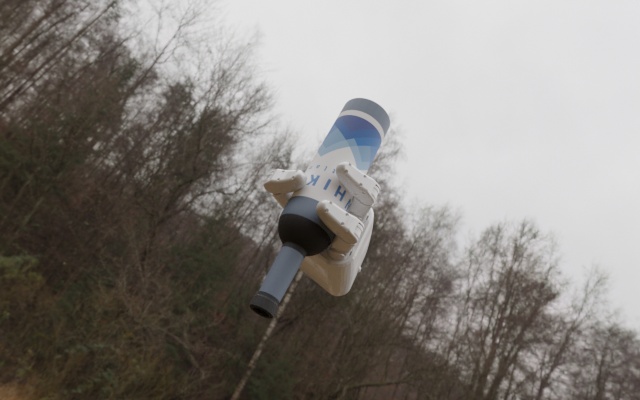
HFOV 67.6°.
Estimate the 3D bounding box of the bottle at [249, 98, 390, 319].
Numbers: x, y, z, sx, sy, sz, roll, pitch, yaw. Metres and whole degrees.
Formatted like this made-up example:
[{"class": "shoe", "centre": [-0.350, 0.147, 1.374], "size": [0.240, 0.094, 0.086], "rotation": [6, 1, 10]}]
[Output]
[{"class": "bottle", "centre": [0.000, 0.002, 0.560], "size": [0.069, 0.295, 0.069], "rotation": [21, -30, 13]}]
